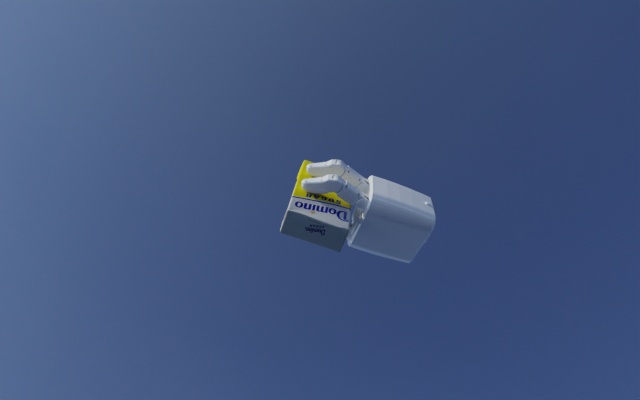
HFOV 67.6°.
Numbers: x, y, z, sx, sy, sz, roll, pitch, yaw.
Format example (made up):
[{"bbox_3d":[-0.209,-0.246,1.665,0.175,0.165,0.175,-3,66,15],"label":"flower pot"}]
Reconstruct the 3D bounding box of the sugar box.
[{"bbox_3d":[0.000,0.002,0.736,0.093,0.048,0.176,18,26,-4],"label":"sugar box"}]
